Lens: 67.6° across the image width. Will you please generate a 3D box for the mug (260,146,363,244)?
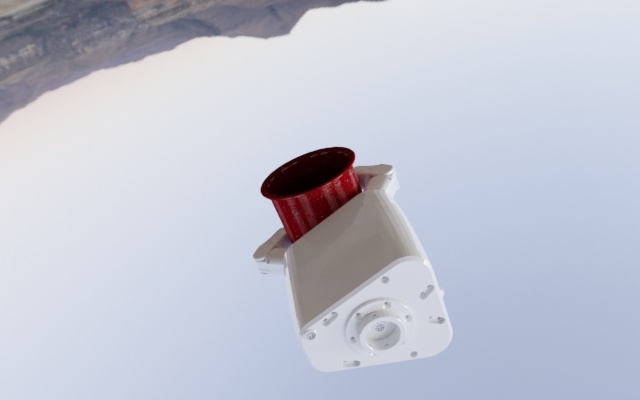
[{"bbox_3d":[0.000,0.001,0.464,0.093,0.081,0.117,-22,25,2],"label":"mug"}]
